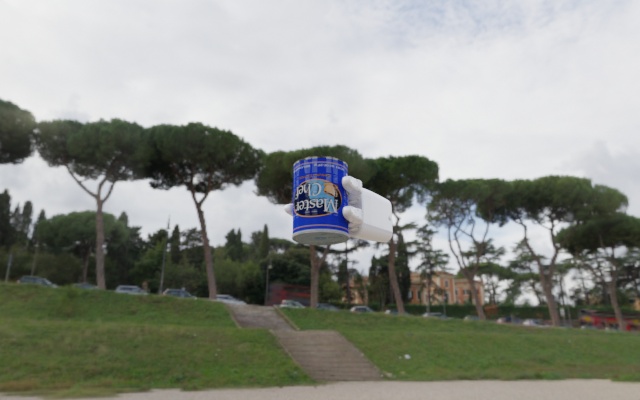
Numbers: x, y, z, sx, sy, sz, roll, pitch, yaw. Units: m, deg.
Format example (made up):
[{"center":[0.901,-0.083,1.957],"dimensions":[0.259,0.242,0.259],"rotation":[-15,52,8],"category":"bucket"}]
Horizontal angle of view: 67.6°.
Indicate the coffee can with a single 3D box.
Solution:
[{"center":[0.000,0.003,0.871],"dimensions":[0.103,0.140,0.103],"rotation":[0,-17,0],"category":"coffee can"}]
